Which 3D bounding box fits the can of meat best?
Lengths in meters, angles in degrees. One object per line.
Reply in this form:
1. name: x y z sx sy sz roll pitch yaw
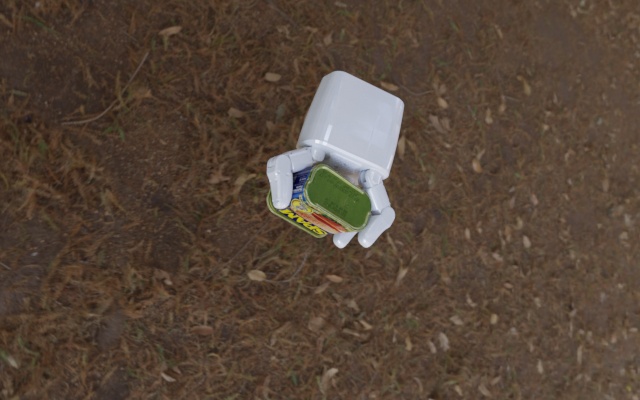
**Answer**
1. can of meat: 0.000 0.002 0.581 0.102 0.057 0.084 32 -24 -28
